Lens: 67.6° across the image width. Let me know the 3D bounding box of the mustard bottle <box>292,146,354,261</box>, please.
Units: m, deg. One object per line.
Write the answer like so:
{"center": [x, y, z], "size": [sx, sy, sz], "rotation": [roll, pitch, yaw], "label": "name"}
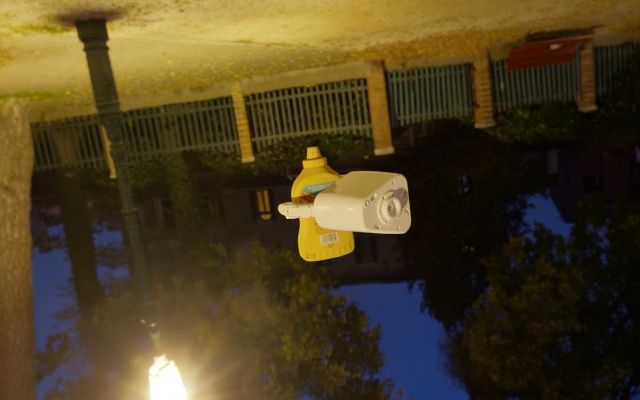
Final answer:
{"center": [0.000, 0.003, 0.827], "size": [0.096, 0.191, 0.058], "rotation": [-10, 10, -14], "label": "mustard bottle"}
